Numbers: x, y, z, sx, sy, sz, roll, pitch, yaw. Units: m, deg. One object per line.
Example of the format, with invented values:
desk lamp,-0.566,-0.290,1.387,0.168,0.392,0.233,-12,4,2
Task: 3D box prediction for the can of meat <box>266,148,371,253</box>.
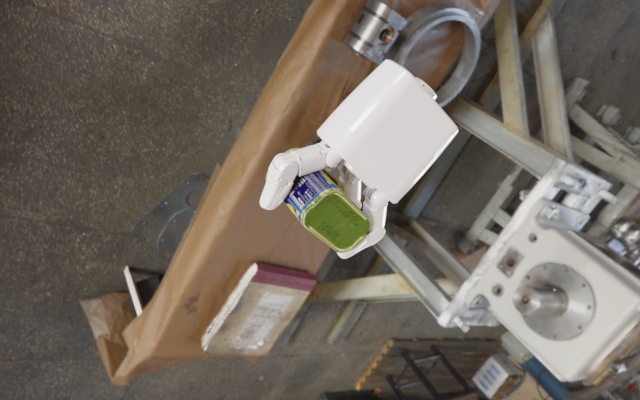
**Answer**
can of meat,0.000,0.002,0.524,0.102,0.057,0.084,40,6,-47
